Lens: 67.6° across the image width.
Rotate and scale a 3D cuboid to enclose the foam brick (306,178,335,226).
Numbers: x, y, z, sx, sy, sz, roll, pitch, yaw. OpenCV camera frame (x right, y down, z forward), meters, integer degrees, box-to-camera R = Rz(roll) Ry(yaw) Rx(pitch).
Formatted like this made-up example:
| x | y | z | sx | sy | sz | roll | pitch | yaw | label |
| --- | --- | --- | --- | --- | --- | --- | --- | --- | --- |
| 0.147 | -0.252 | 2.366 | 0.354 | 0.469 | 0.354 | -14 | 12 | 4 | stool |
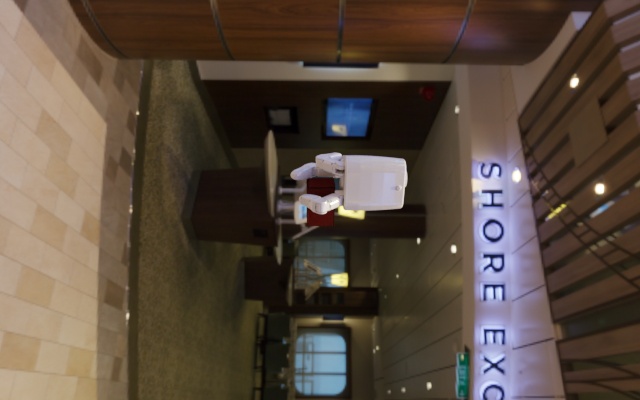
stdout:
| x | y | z | sx | sy | sz | roll | pitch | yaw | label |
| --- | --- | --- | --- | --- | --- | --- | --- | --- | --- |
| 0.000 | 0.003 | 0.880 | 0.051 | 0.078 | 0.053 | 0 | 23 | -3 | foam brick |
